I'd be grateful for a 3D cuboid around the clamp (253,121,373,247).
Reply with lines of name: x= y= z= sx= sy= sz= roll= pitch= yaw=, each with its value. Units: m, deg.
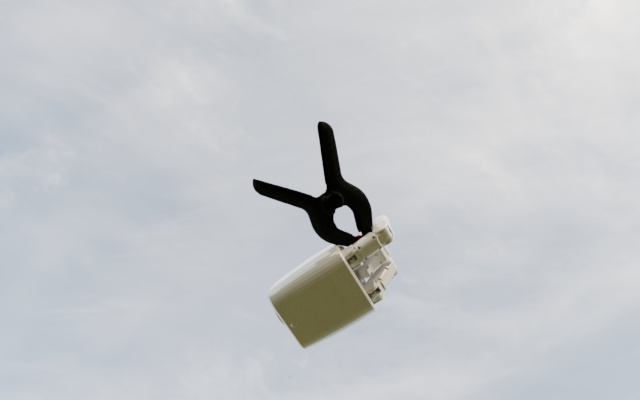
clamp: x=0.000 y=0.002 z=0.598 sx=0.120 sy=0.171 sz=0.039 roll=-32 pitch=11 yaw=-1
